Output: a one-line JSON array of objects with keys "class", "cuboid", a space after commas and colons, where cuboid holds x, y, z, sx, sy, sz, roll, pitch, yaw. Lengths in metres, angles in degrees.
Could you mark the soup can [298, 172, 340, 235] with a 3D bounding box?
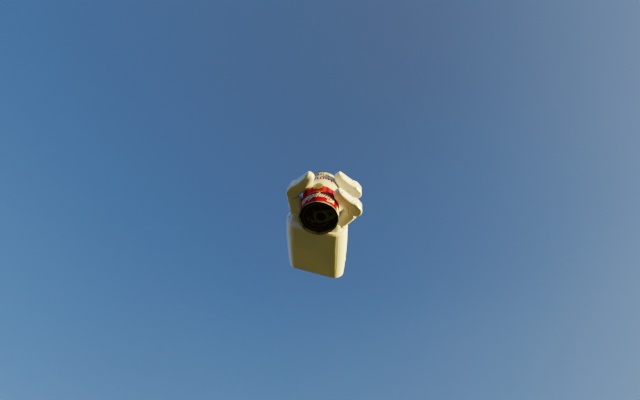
[{"class": "soup can", "cuboid": [0.000, 0.002, 0.833, 0.068, 0.068, 0.102, 0, 33, 4]}]
